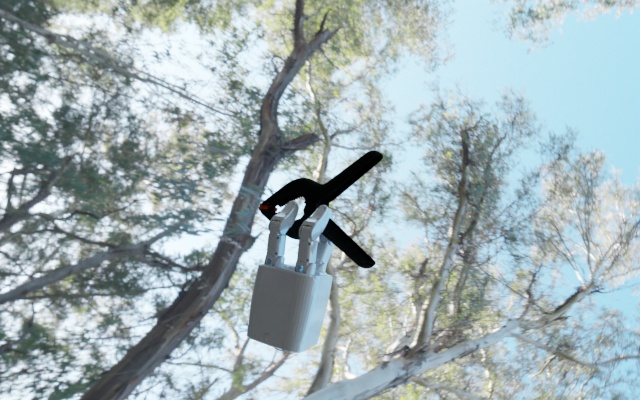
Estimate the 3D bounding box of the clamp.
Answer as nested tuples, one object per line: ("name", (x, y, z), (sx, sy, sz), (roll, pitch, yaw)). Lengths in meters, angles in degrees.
("clamp", (0.000, 0.003, 0.709), (0.210, 0.164, 0.036), (8, -7, 34))
